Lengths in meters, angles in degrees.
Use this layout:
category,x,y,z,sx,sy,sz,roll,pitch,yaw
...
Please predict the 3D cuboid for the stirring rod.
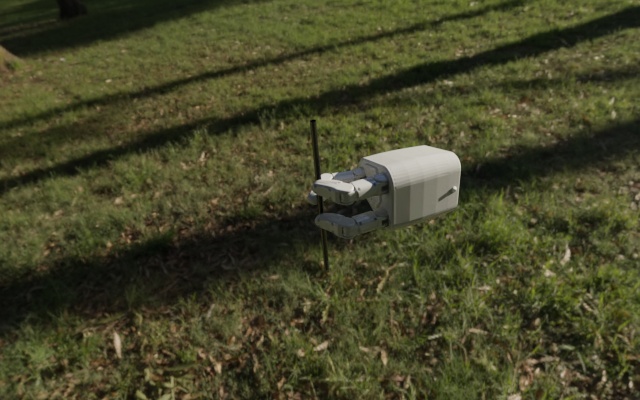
category,x,y,z,sx,sy,sz,roll,pitch,yaw
stirring rod,0.000,0.002,0.654,0.011,0.240,0.011,-4,33,2
